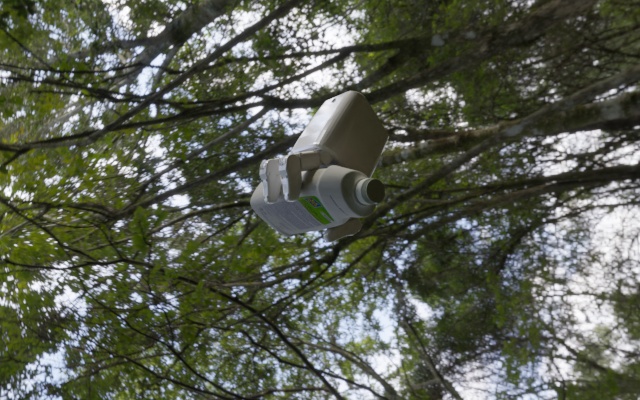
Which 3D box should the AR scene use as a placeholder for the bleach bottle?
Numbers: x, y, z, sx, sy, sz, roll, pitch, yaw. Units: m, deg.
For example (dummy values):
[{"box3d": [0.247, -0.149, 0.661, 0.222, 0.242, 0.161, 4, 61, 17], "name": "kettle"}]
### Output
[{"box3d": [0.000, 0.002, 0.657, 0.102, 0.068, 0.251, 41, -25, -25], "name": "bleach bottle"}]
